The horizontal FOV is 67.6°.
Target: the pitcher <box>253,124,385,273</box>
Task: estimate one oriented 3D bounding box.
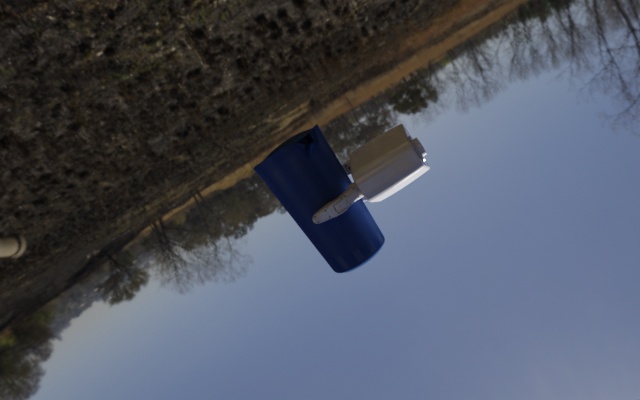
[{"bbox_3d":[0.000,0.003,0.835,0.145,0.243,0.149,-32,7,17],"label":"pitcher"}]
